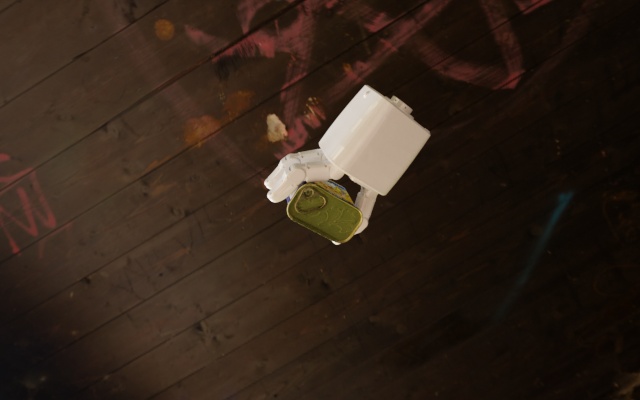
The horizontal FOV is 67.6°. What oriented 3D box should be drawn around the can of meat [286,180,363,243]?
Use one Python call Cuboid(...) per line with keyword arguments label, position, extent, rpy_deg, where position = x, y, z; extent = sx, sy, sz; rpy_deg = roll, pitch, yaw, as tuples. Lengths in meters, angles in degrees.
Cuboid(label="can of meat", position=(0.000, 0.002, 0.663), extent=(0.102, 0.057, 0.084), rpy_deg=(28, 16, -21))
